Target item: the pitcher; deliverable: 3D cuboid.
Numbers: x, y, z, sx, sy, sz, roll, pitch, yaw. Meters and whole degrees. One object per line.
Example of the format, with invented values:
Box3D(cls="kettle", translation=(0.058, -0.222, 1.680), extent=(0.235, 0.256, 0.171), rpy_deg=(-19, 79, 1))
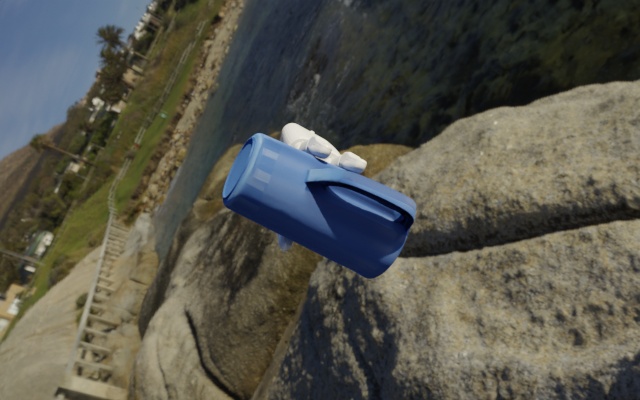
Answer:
Box3D(cls="pitcher", translation=(0.000, 0.002, 0.654), extent=(0.243, 0.149, 0.145), rpy_deg=(25, 17, -21))
